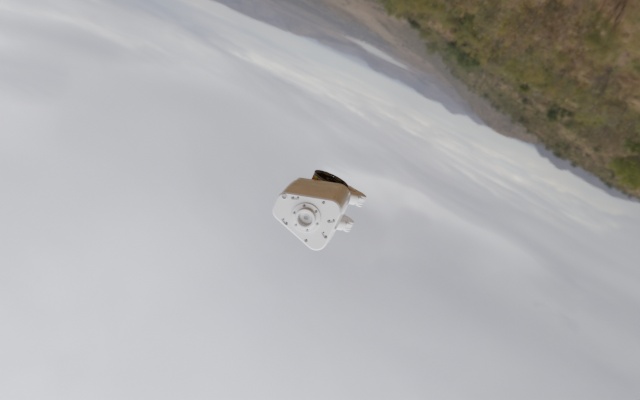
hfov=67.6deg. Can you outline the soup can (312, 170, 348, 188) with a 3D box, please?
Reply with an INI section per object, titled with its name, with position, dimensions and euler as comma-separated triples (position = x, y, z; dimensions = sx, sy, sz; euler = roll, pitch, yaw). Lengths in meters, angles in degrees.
[soup can]
position = 0.000, 0.003, 0.895
dimensions = 0.068, 0.102, 0.068
euler = 23, 17, -7
